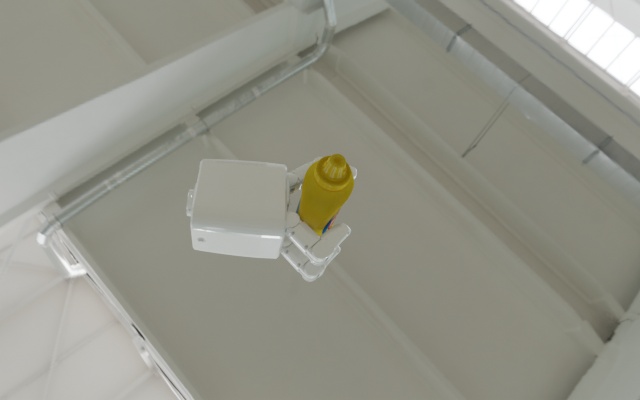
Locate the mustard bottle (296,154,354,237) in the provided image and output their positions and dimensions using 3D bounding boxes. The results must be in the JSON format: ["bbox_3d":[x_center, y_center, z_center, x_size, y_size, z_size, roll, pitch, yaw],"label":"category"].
[{"bbox_3d":[0.000,0.002,0.593,0.058,0.096,0.192,26,-31,3],"label":"mustard bottle"}]
